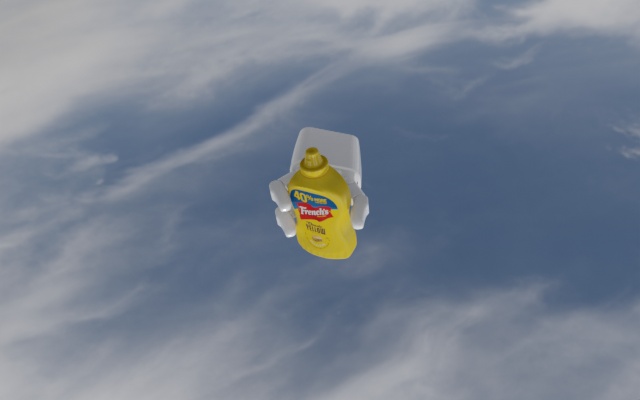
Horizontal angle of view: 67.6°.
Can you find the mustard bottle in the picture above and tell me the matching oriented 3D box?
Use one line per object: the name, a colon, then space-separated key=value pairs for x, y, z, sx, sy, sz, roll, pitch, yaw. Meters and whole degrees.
mustard bottle: x=0.000 y=0.003 z=0.716 sx=0.096 sy=0.192 sz=0.058 roll=15 pitch=46 yaw=25
